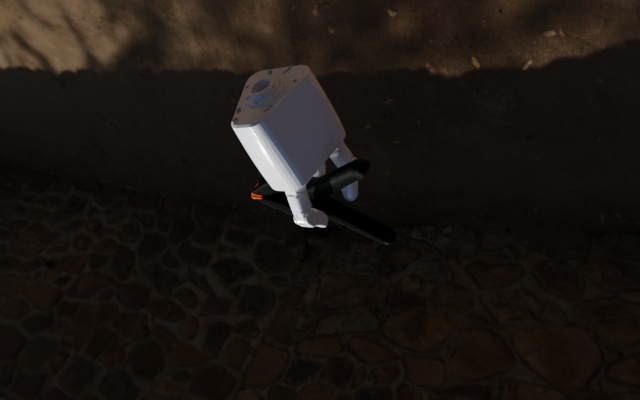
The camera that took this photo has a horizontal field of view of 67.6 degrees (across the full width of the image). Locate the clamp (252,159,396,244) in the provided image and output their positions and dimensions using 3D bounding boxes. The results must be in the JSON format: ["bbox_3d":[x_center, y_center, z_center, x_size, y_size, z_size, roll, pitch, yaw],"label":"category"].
[{"bbox_3d":[-0.001,0.003,0.658,0.210,0.036,0.165,3,-37,34],"label":"clamp"}]
